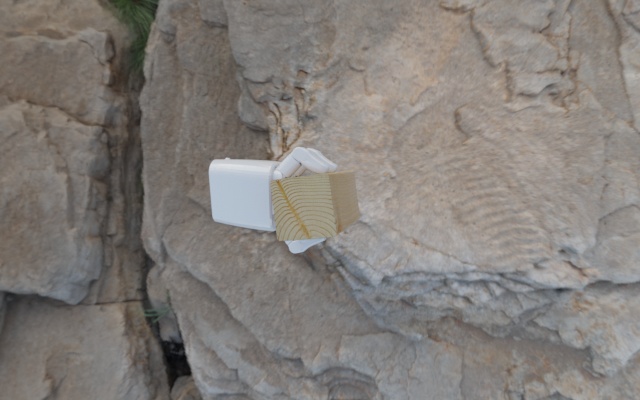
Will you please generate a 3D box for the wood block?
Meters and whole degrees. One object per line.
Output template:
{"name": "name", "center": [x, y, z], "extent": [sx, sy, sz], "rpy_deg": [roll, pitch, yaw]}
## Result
{"name": "wood block", "center": [0.000, 0.003, 0.767], "extent": [0.090, 0.091, 0.206], "rpy_deg": [-6, 3, 14]}
